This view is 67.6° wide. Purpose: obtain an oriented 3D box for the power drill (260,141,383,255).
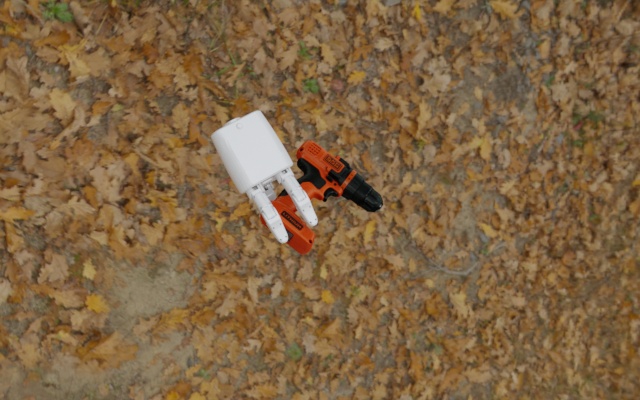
[{"bbox_3d":[0.000,0.003,0.833,0.184,0.187,0.057,37,-34,4],"label":"power drill"}]
